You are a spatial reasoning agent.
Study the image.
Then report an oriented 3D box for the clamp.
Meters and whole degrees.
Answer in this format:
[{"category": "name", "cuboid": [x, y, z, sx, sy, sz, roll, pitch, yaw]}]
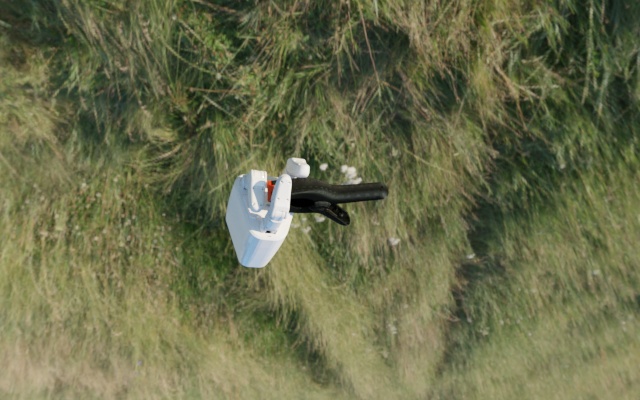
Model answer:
[{"category": "clamp", "cuboid": [0.000, 0.003, 0.696, 0.171, 0.039, 0.120, 6, -34, -18]}]
